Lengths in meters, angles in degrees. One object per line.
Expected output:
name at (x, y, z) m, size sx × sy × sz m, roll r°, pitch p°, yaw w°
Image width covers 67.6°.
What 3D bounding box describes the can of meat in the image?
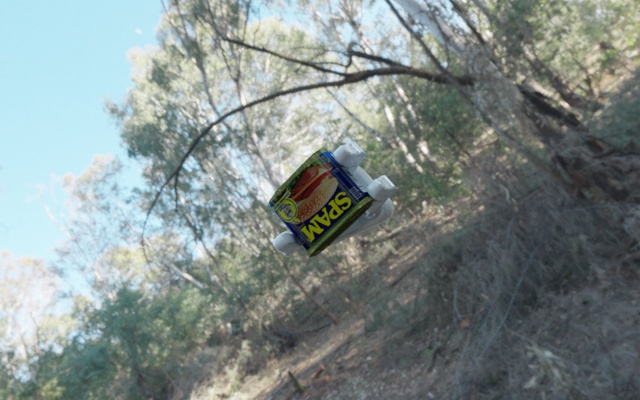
can of meat at (0.000, 0.002, 0.563) m, size 0.102 × 0.084 × 0.057 m, roll -44°, pitch -12°, yaw 15°
